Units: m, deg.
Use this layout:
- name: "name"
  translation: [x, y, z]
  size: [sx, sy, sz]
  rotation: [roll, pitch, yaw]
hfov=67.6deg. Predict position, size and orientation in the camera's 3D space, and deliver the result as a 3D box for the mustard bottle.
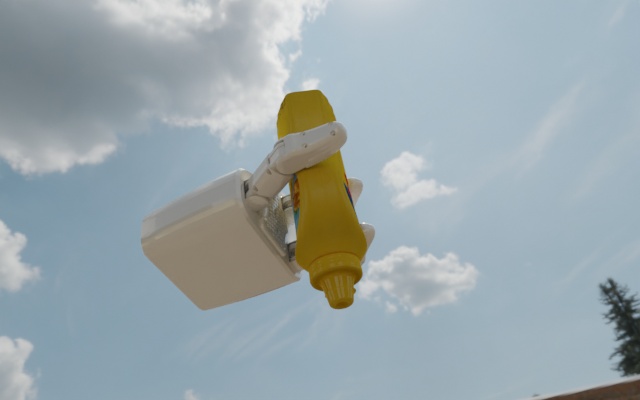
- name: "mustard bottle"
  translation: [0.000, 0.001, 0.407]
  size: [0.058, 0.191, 0.096]
  rotation: [-7, -37, -5]
